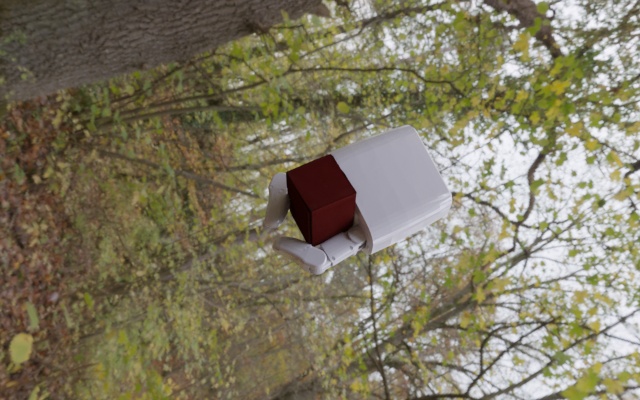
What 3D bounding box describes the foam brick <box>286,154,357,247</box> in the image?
[{"bbox_3d":[0.000,0.002,0.481,0.051,0.053,0.078,-23,-28,-13],"label":"foam brick"}]
